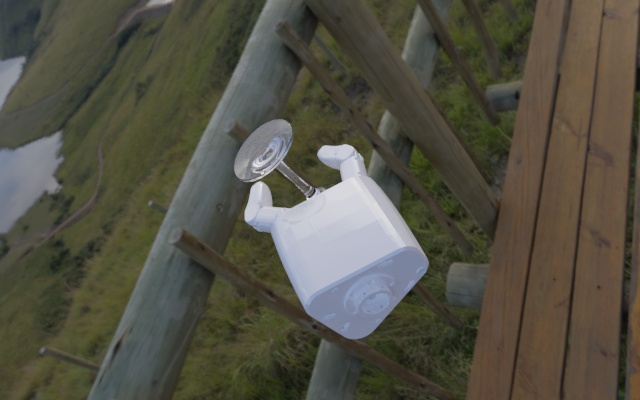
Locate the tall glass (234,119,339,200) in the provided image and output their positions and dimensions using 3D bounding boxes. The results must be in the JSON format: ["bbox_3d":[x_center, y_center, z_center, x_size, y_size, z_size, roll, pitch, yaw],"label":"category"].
[{"bbox_3d":[0.000,0.001,0.530,0.079,0.079,0.201,0,-31,42],"label":"tall glass"}]
